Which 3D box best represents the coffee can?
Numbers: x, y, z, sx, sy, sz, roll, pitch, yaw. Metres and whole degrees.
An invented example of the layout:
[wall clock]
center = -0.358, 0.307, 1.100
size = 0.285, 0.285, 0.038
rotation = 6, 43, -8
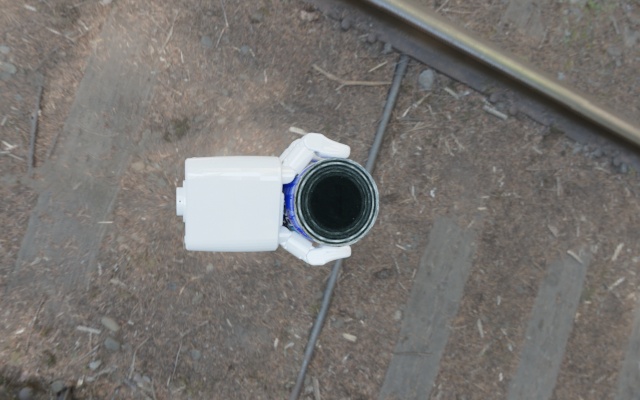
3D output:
[coffee can]
center = 0.000, 0.002, 0.606
size = 0.103, 0.103, 0.140
rotation = 0, 0, -16
